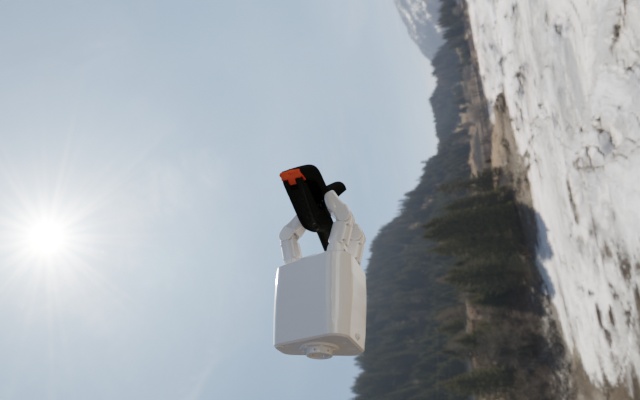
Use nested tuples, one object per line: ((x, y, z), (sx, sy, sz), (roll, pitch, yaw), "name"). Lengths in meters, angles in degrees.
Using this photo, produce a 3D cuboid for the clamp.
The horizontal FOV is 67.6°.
((-0.001, 0.002, 0.683), (0.036, 0.164, 0.210), (-12, -35, 18), "clamp")
